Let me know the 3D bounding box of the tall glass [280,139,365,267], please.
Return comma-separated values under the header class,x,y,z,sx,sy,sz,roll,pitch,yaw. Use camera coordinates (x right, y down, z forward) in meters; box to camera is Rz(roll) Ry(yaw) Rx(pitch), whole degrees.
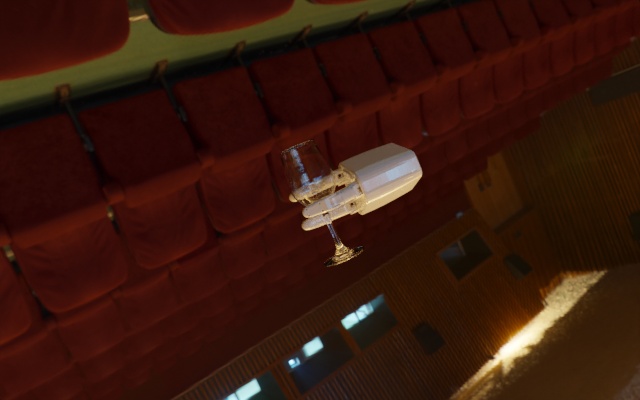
class,x,y,z,sx,sy,sz,roll,pitch,yaw
tall glass,0.000,0.003,0.789,0.079,0.201,0.079,-24,4,2
